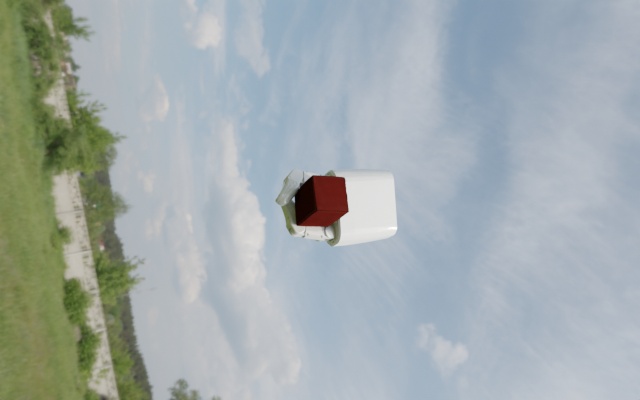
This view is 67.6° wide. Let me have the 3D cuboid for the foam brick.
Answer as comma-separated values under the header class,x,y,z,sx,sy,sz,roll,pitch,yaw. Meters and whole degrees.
class,x,y,z,sx,sy,sz,roll,pitch,yaw
foam brick,0.000,0.002,0.679,0.051,0.053,0.078,3,-19,-22
